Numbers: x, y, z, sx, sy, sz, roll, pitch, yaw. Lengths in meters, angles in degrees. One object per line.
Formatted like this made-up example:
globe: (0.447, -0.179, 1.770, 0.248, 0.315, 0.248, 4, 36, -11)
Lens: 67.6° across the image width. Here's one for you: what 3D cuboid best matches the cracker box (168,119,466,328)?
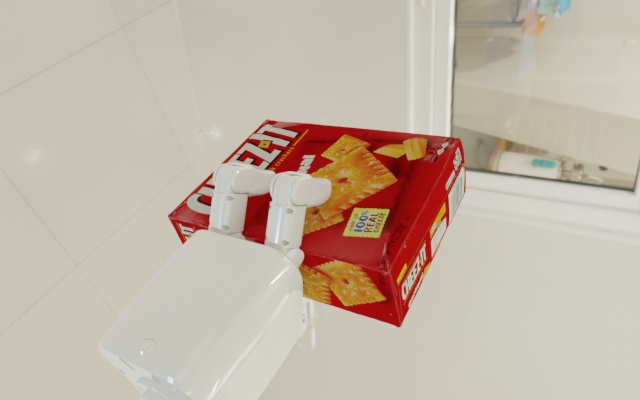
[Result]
cracker box: (0.000, 0.002, 0.425, 0.213, 0.072, 0.164, 11, 45, 30)
